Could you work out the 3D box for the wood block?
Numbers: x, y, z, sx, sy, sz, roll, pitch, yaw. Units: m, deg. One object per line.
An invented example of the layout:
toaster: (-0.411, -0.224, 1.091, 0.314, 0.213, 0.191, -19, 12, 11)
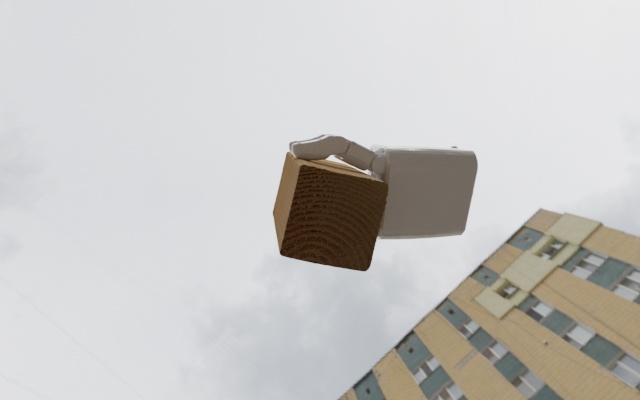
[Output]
wood block: (0.000, 0.002, 0.546, 0.090, 0.091, 0.206, 12, 7, -9)
